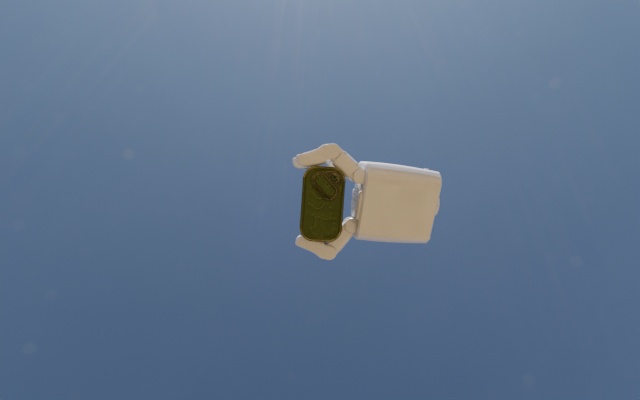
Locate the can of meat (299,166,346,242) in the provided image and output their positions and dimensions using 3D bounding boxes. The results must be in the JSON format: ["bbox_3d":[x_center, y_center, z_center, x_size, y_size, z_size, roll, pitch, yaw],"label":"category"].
[{"bbox_3d":[0.000,0.002,0.677,0.057,0.102,0.084,3,4,-4],"label":"can of meat"}]
